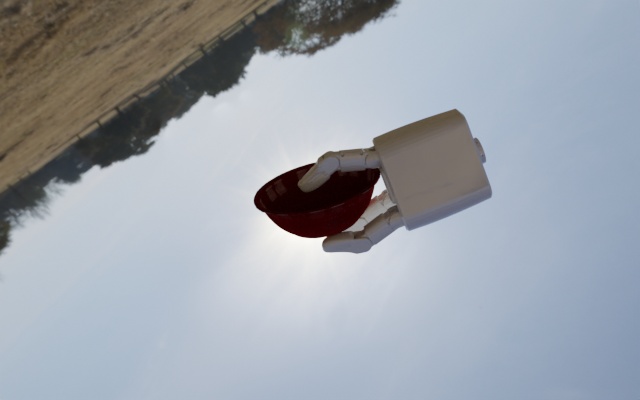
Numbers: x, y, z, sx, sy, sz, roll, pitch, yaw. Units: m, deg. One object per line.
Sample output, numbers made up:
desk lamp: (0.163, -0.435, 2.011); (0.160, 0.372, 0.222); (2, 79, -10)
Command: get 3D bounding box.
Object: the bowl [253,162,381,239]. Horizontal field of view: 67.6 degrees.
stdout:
bowl: (-0.001, 0.003, 0.604); (0.162, 0.055, 0.162); (-11, 24, 5)
